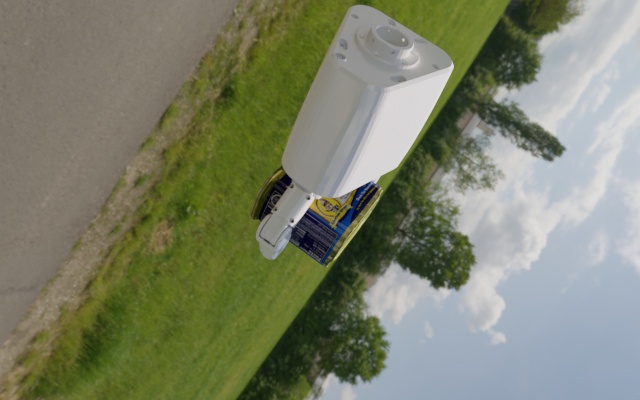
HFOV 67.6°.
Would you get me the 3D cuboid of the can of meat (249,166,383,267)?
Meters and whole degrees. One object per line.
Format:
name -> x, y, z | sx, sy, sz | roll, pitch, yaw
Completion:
can of meat -> 0.000, 0.002, 0.438 | 0.084, 0.057, 0.102 | 35, 44, 8
